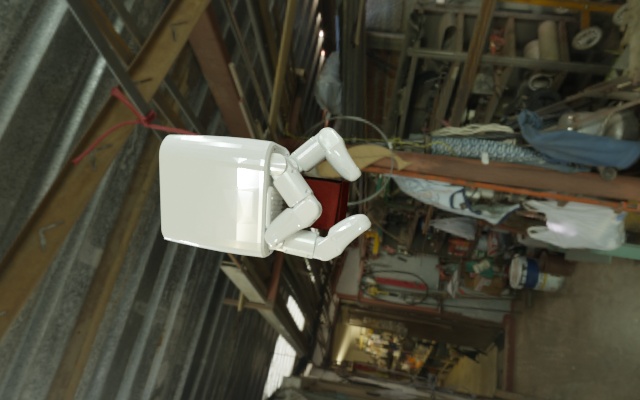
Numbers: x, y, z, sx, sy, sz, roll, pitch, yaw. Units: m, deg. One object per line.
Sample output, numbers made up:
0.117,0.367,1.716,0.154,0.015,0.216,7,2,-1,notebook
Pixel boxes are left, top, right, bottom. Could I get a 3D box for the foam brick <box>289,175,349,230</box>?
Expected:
0.000,0.002,0.509,0.051,0.053,0.078,7,1,9,foam brick
